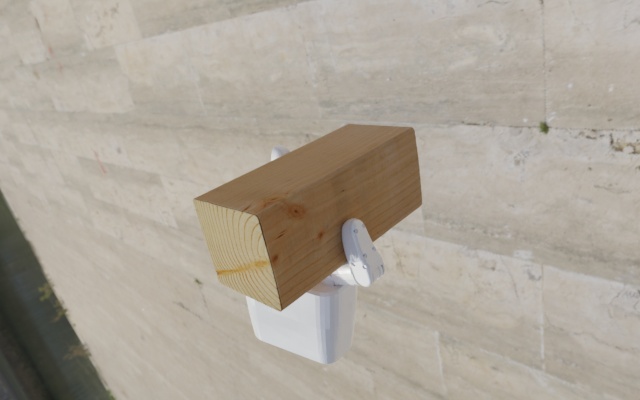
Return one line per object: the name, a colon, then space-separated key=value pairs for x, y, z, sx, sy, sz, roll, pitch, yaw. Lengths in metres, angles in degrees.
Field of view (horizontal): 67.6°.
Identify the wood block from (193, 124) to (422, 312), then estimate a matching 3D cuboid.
wood block: x=0.000 y=0.002 z=0.454 sx=0.091 sy=0.090 sz=0.206 roll=13 pitch=33 yaw=42
